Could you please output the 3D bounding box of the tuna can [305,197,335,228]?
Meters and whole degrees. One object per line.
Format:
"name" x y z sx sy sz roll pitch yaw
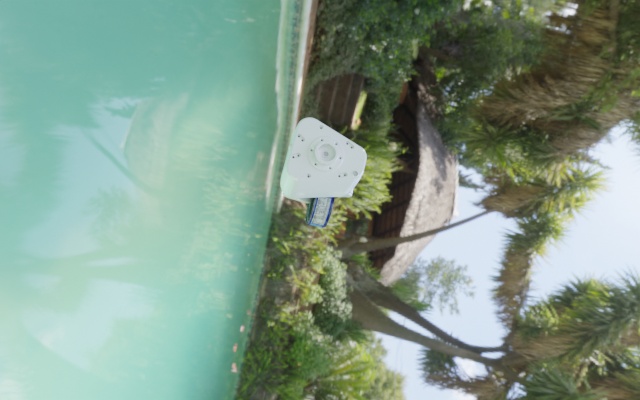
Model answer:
"tuna can" 0.001 0.003 0.822 0.034 0.086 0.086 13 -2 -8
